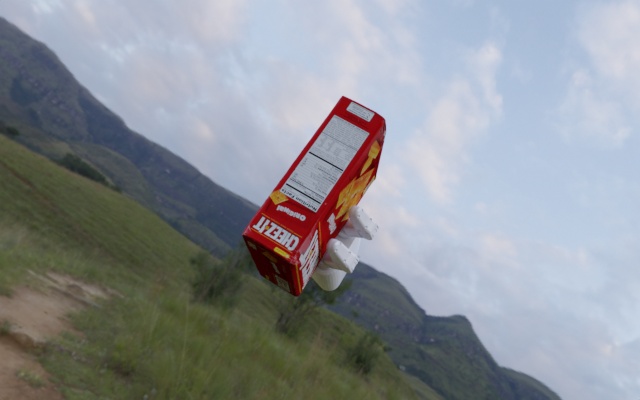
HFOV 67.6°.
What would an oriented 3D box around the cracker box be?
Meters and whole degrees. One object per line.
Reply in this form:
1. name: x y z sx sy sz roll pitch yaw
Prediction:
1. cracker box: 0.000 0.002 0.606 0.072 0.213 0.164 29 -20 13
